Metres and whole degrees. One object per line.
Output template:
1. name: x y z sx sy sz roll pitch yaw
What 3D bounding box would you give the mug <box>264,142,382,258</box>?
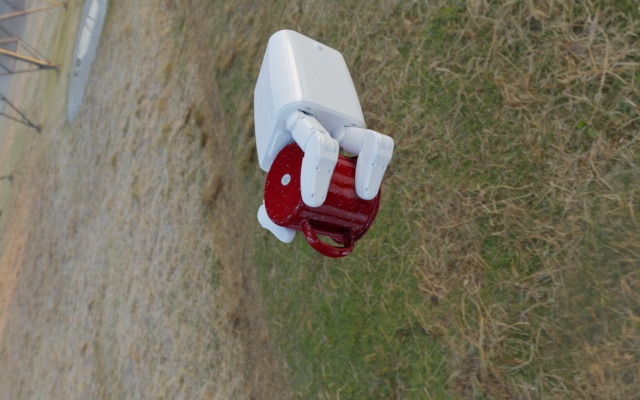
1. mug: 0.000 0.003 0.457 0.081 0.117 0.093 14 -39 -34
